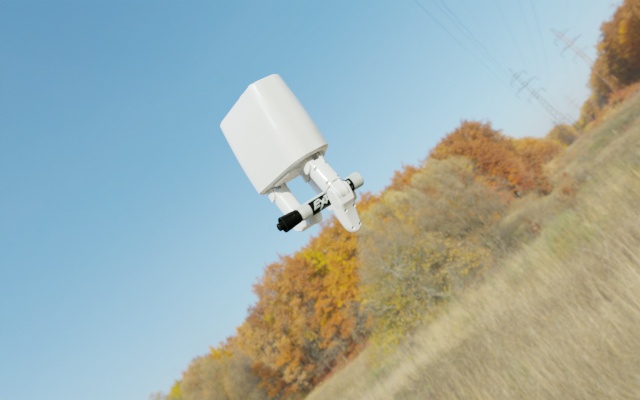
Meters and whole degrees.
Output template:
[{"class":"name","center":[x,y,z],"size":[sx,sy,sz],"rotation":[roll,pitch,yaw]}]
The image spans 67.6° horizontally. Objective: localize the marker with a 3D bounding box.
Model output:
[{"class":"marker","center":[0.000,0.002,0.547],"size":[0.121,0.020,0.020],"rotation":[-31,15,-27]}]
